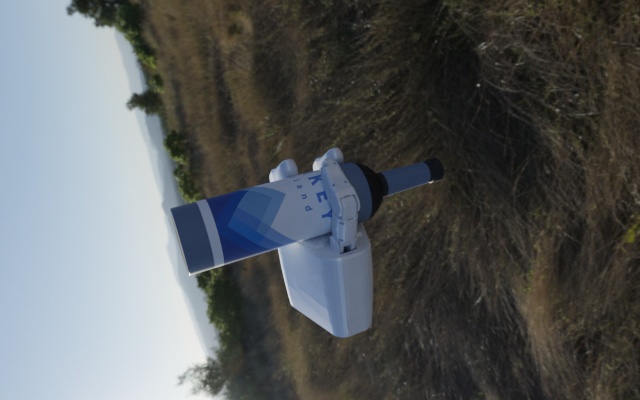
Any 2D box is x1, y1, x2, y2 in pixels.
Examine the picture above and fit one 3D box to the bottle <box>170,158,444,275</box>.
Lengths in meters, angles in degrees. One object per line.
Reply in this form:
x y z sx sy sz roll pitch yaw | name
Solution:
0.000 0.002 0.500 0.295 0.069 0.069 -16 5 -19 | bottle
